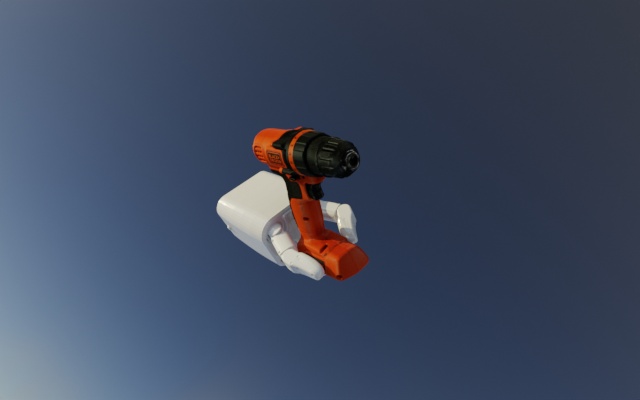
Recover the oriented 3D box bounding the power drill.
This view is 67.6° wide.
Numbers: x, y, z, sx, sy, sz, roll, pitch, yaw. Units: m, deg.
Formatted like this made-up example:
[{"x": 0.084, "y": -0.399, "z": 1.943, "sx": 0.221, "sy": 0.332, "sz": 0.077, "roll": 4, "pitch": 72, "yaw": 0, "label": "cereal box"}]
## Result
[{"x": 0.000, "y": 0.002, "z": 0.579, "sx": 0.057, "sy": 0.188, "sz": 0.184, "roll": -29, "pitch": 26, "yaw": -26, "label": "power drill"}]
